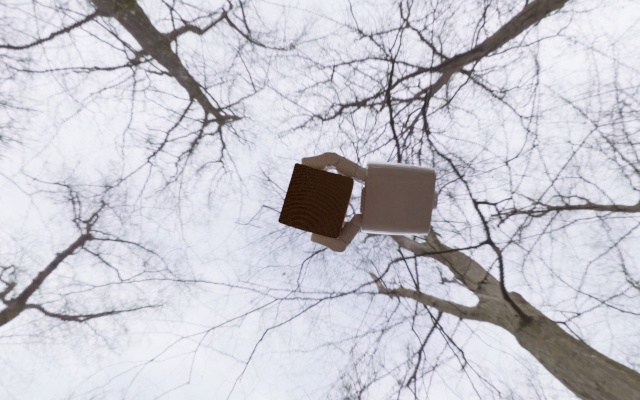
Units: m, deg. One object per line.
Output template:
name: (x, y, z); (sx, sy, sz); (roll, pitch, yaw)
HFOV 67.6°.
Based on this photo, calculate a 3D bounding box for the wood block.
wood block: (0.000, 0.003, 0.766); (0.090, 0.091, 0.206); (15, -1, 4)
